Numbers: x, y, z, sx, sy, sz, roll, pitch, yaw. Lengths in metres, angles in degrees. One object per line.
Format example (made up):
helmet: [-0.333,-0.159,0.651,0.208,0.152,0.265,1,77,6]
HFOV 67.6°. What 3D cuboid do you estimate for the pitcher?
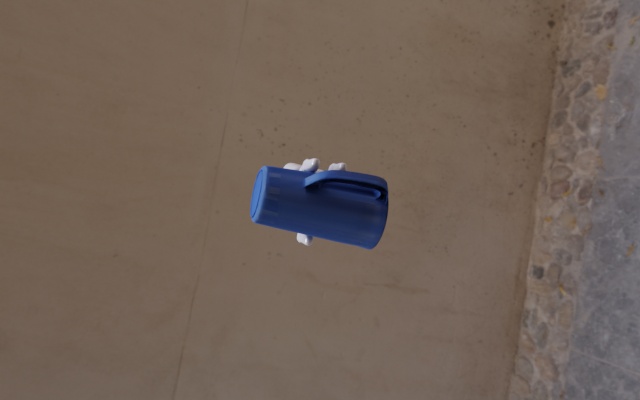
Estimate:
pitcher: [0.000,0.003,0.894,0.243,0.149,0.145,11,9,-16]
